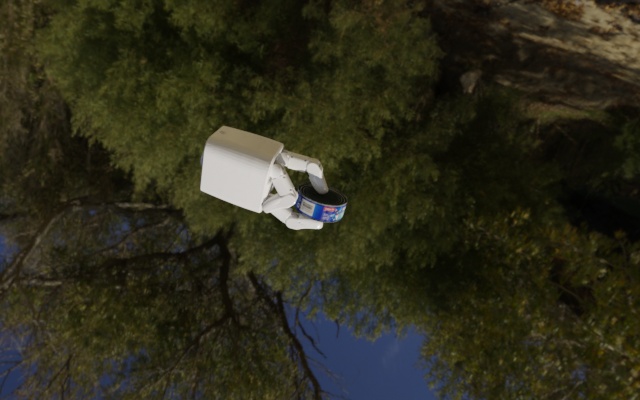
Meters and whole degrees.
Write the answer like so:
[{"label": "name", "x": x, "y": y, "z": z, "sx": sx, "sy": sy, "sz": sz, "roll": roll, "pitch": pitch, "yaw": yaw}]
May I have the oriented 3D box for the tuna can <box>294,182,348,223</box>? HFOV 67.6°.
[{"label": "tuna can", "x": 0.000, "y": 0.003, "z": 0.795, "sx": 0.086, "sy": 0.034, "sz": 0.086, "roll": 14, "pitch": 23, "yaw": -6}]
